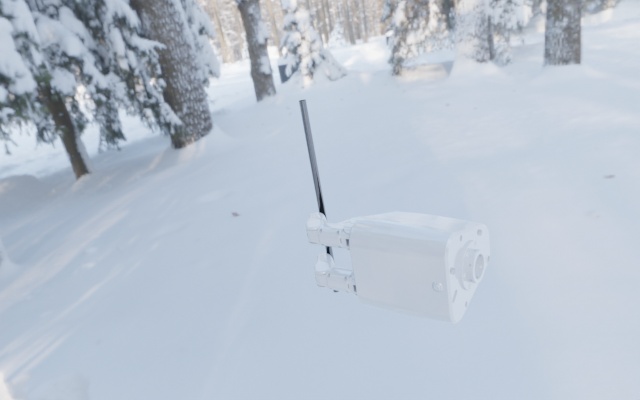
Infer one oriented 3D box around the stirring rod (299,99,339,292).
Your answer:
[{"bbox_3d":[0.000,0.002,0.564,0.011,0.240,0.011,-9,19,3],"label":"stirring rod"}]
